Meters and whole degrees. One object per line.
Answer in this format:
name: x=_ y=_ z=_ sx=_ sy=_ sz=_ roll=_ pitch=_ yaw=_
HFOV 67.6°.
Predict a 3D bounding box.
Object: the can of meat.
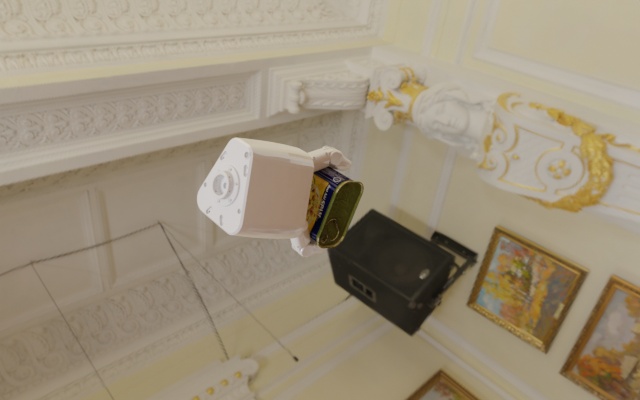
can of meat: x=0.000 y=0.002 z=0.668 sx=0.084 sy=0.102 sz=0.057 roll=33 pitch=21 yaw=36
